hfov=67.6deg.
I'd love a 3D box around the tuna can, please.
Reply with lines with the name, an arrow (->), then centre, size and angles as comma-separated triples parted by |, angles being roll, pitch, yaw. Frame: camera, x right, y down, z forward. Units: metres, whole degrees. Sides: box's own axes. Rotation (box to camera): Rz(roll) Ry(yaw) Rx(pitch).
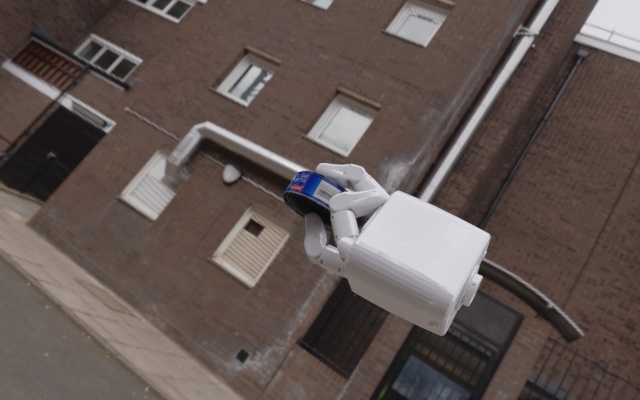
tuna can -> 0.000, 0.001, 0.563 | 0.086, 0.033, 0.086 | 27, -18, 9
